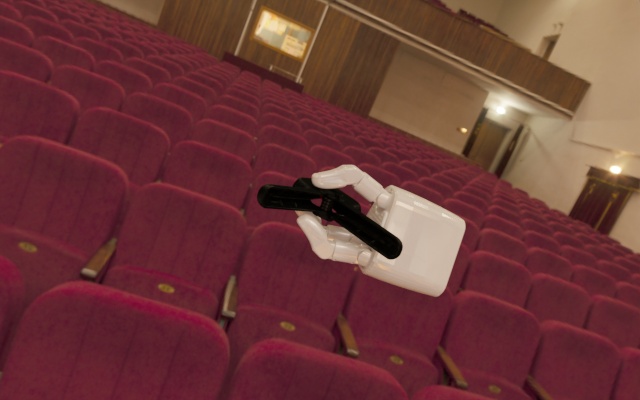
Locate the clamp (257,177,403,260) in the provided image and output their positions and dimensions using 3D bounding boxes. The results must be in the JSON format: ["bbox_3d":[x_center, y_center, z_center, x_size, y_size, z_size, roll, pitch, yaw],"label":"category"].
[{"bbox_3d":[0.001,0.001,0.585,0.164,0.036,0.210,23,11,-13],"label":"clamp"}]
